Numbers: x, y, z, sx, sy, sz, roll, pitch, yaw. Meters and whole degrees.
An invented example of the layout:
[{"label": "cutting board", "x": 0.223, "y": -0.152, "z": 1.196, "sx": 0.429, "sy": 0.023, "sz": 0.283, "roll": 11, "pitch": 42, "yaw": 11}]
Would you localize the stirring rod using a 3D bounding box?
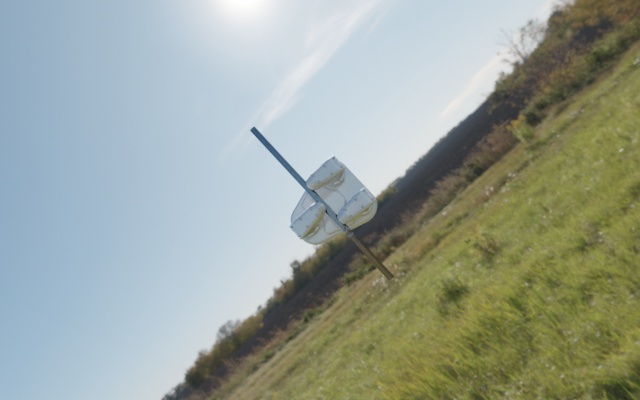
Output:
[{"label": "stirring rod", "x": 0.000, "y": 0.002, "z": 0.559, "sx": 0.011, "sy": 0.239, "sz": 0.011, "roll": -42, "pitch": -6, "yaw": -5}]
